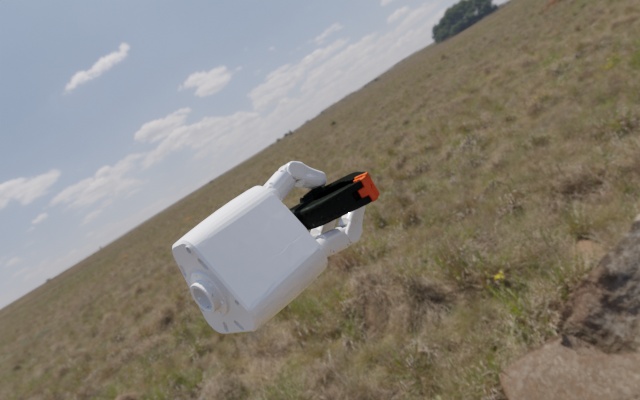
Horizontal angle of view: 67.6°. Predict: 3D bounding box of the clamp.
[{"bbox_3d":[0.000,0.001,0.566,0.210,0.036,0.164,-23,12,48],"label":"clamp"}]
